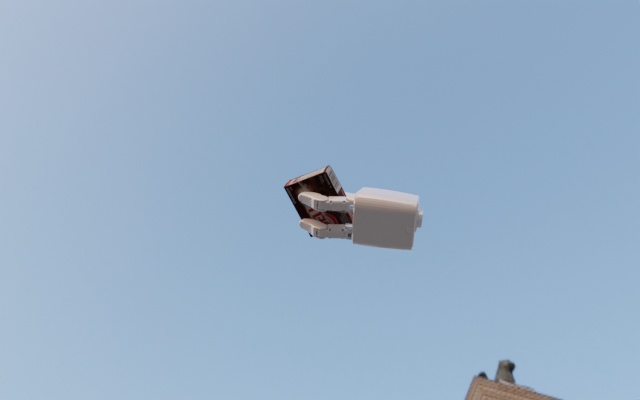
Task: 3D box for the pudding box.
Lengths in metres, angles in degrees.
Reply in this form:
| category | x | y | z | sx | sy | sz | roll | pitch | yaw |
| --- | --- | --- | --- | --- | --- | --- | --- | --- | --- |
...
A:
| category | x | y | z | sx | sy | sz | roll | pitch | yaw |
| --- | --- | --- | --- | --- | --- | --- | --- | --- | --- |
| pudding box | 0.000 | 0.003 | 0.860 | 0.090 | 0.113 | 0.039 | -20 | 17 | 25 |
